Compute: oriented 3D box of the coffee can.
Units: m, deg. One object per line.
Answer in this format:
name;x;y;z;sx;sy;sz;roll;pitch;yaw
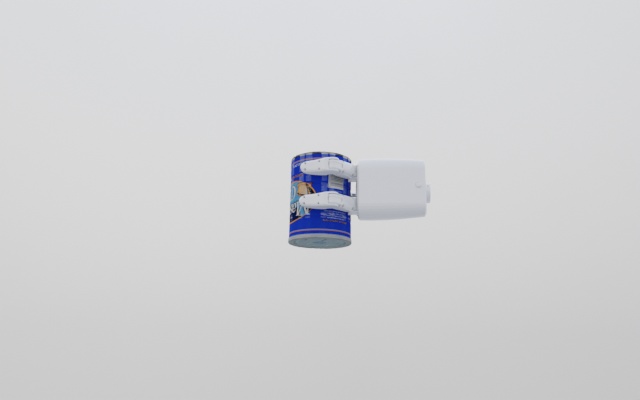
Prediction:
coffee can;0.000;0.003;0.787;0.103;0.140;0.103;1;-15;0
